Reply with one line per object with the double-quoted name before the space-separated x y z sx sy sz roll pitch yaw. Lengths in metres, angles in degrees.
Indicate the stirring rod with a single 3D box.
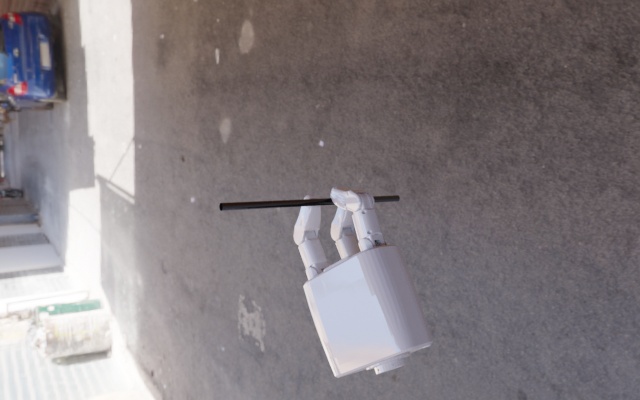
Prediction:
"stirring rod" 0.000 0.002 0.540 0.239 0.011 0.011 -3 1 -35
